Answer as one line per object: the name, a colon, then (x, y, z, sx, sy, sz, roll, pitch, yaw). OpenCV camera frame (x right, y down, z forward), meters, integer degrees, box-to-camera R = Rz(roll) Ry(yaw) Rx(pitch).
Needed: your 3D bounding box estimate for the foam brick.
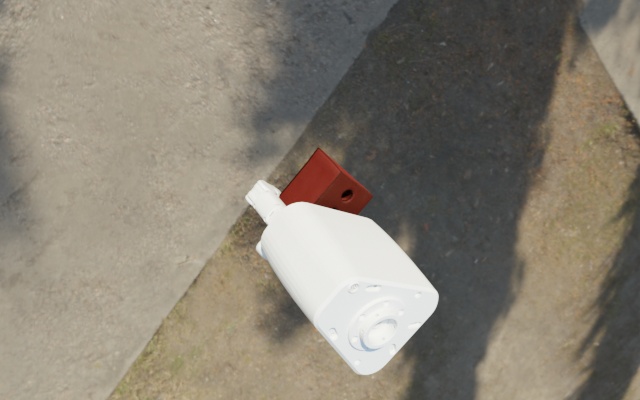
foam brick: (0.000, 0.001, 0.455, 0.053, 0.078, 0.051, 35, 8, -39)
